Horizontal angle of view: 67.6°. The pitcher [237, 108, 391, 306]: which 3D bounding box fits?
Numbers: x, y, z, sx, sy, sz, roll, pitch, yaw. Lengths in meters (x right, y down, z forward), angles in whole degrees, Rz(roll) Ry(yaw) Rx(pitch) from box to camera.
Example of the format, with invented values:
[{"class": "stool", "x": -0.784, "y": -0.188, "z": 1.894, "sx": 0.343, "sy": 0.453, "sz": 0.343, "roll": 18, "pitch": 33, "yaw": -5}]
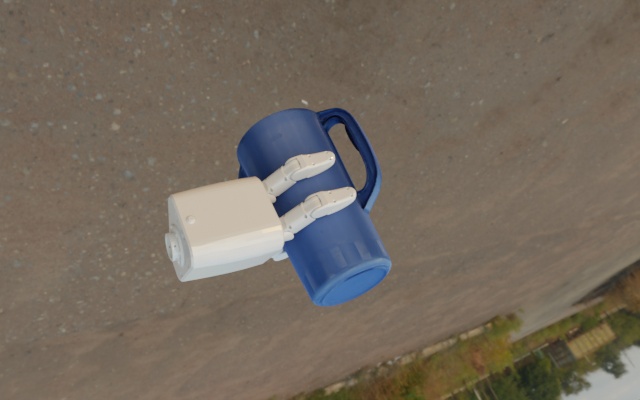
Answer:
[{"class": "pitcher", "x": 0.000, "y": 0.002, "z": 0.621, "sx": 0.145, "sy": 0.242, "sz": 0.149, "roll": -12, "pitch": -30, "yaw": -28}]
